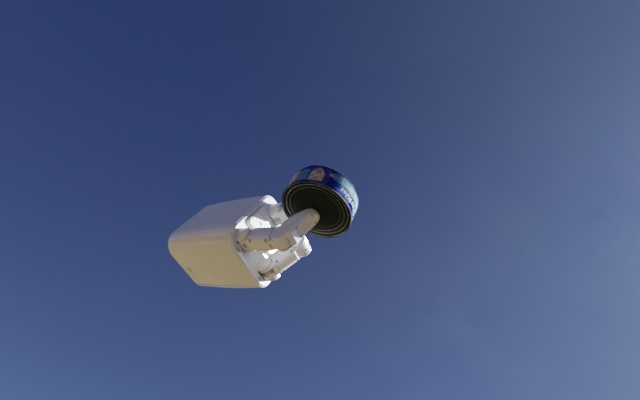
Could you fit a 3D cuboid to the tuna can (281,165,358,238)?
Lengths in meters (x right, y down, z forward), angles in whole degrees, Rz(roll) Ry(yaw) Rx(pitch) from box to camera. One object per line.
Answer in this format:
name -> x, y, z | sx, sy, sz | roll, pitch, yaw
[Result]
tuna can -> 0.000, 0.001, 0.556 | 0.086, 0.086, 0.033 | 0, 40, 27
